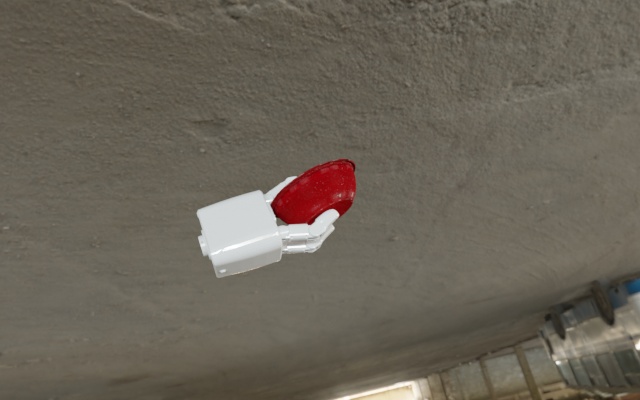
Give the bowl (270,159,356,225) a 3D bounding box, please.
[{"bbox_3d":[0.001,0.002,0.779,0.162,0.055,0.162,-28,-19,-11],"label":"bowl"}]
